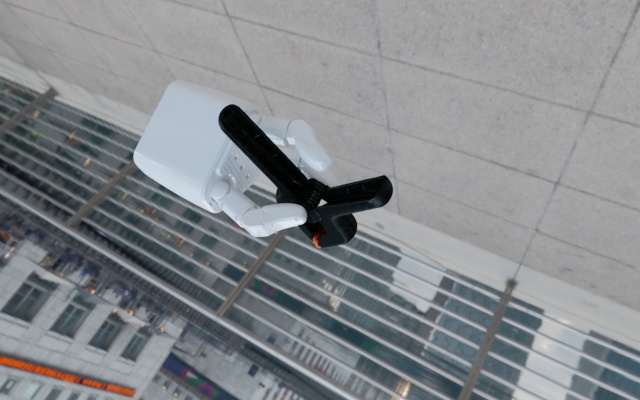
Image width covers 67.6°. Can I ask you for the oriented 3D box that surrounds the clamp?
[{"bbox_3d":[0.000,0.002,0.464,0.164,0.036,0.210,26,-20,24],"label":"clamp"}]
